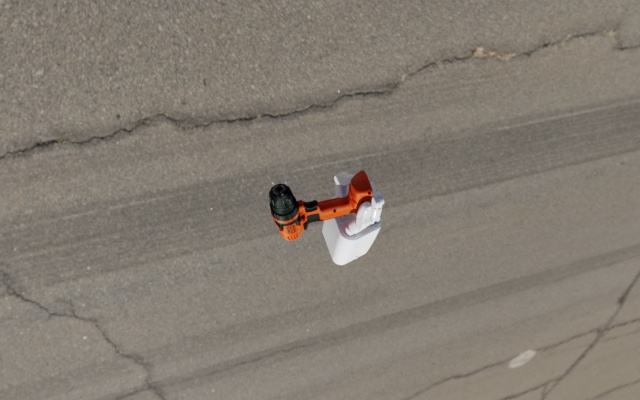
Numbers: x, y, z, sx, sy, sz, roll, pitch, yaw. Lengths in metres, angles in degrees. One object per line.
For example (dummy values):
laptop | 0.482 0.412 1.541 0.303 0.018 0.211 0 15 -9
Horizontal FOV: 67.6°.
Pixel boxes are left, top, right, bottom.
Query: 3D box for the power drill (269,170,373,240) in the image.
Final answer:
power drill | 0.001 0.003 0.886 0.187 0.057 0.184 -15 -25 -4
